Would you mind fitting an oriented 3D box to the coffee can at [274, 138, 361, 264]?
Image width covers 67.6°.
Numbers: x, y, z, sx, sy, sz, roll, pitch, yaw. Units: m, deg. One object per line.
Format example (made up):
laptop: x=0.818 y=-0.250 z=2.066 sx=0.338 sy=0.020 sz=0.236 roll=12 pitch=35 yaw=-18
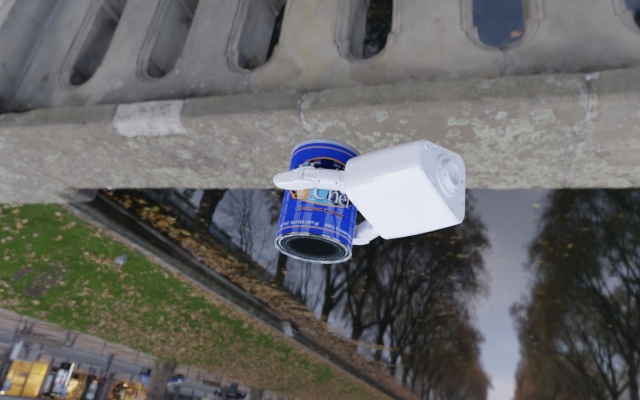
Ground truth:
coffee can: x=0.000 y=0.002 z=0.649 sx=0.103 sy=0.140 sz=0.103 roll=8 pitch=-26 yaw=4
